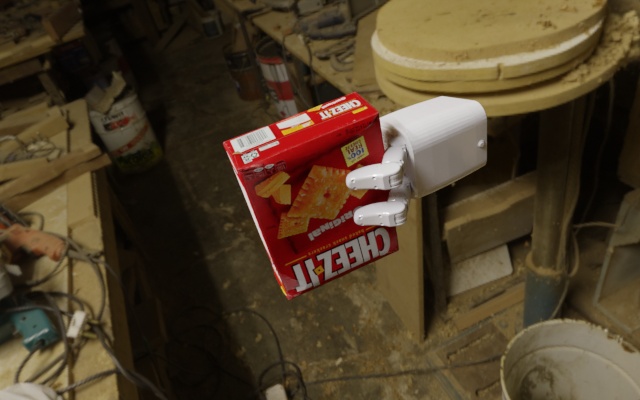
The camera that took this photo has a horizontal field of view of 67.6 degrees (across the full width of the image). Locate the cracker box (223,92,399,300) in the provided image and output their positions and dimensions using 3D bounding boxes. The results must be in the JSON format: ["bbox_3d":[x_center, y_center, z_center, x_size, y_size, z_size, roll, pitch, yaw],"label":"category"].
[{"bbox_3d":[0.000,0.002,0.573,0.164,0.214,0.072,-23,38,-9],"label":"cracker box"}]
